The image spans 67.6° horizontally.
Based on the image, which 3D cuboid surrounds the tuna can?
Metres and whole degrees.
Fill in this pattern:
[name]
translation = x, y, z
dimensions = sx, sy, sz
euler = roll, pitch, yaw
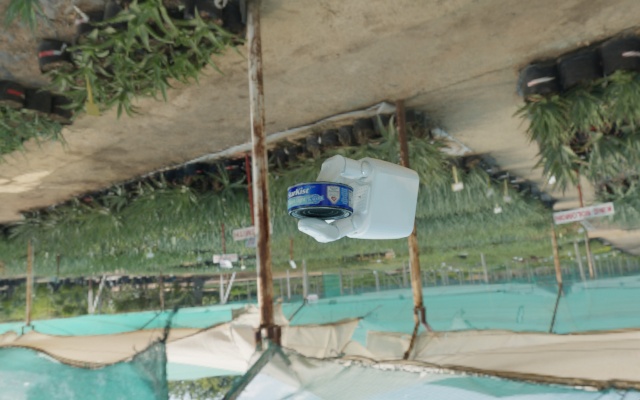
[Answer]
[tuna can]
translation = 0.000, 0.003, 0.616
dimensions = 0.086, 0.033, 0.086
euler = 0, -13, 0
